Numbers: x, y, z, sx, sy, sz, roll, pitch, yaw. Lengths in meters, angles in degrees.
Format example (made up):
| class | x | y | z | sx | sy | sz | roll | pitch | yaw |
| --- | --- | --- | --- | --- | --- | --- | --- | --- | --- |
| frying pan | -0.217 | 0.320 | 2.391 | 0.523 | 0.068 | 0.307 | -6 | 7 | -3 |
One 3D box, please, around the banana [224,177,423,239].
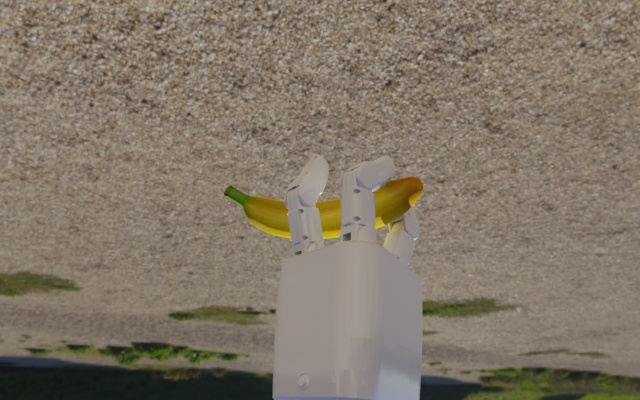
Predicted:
| class | x | y | z | sx | sy | sz | roll | pitch | yaw |
| --- | --- | --- | --- | --- | --- | --- | --- | --- | --- |
| banana | 0.004 | 0.011 | 0.452 | 0.198 | 0.037 | 0.070 | -4 | -30 | 24 |
